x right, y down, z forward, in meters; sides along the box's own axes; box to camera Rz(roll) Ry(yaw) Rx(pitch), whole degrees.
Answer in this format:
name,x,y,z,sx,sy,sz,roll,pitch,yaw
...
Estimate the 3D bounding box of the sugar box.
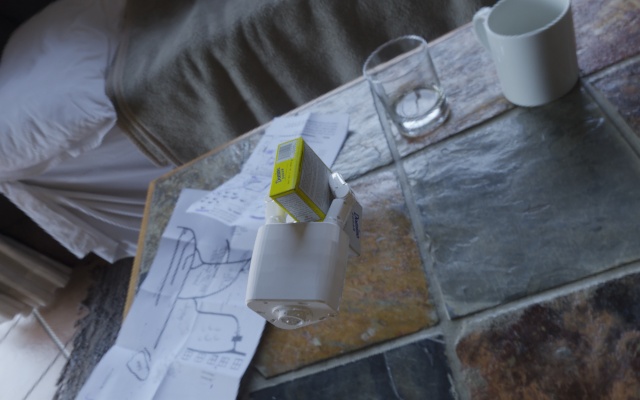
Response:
name,x,y,z,sx,sy,sz,roll,pitch,yaw
sugar box,0.000,0.002,0.667,0.048,0.093,0.176,-15,-42,26
